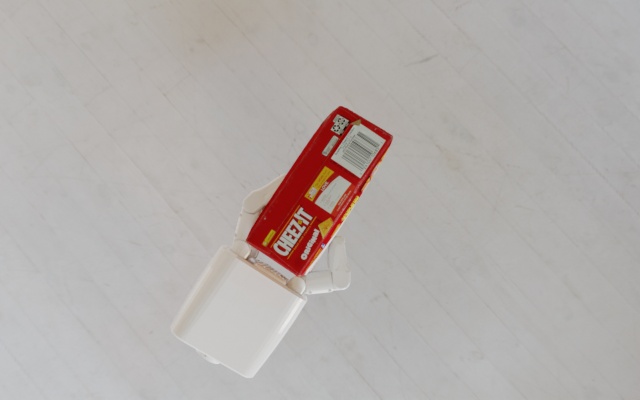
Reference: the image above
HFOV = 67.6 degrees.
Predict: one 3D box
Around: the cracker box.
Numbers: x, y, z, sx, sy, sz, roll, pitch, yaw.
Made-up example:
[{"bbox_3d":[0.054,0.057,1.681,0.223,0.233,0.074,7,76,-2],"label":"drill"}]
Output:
[{"bbox_3d":[0.000,0.002,0.553,0.072,0.164,0.214,33,-6,5],"label":"cracker box"}]
